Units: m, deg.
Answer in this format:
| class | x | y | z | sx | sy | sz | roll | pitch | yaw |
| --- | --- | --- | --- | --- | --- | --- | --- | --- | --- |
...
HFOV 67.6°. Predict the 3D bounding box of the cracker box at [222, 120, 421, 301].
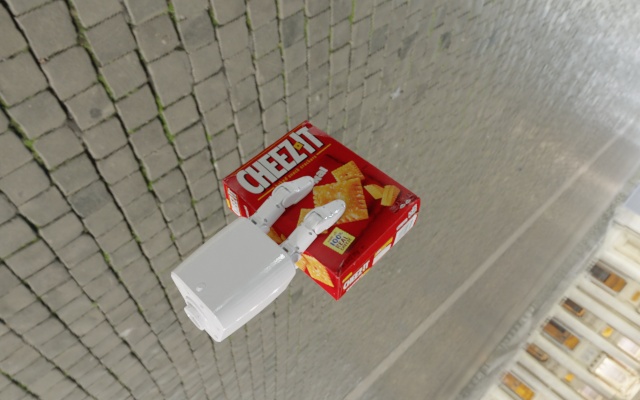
| class | x | y | z | sx | sy | sz | roll | pitch | yaw |
| --- | --- | --- | --- | --- | --- | --- | --- | --- | --- |
| cracker box | 0.000 | 0.002 | 0.642 | 0.213 | 0.072 | 0.164 | 38 | 61 | 24 |
